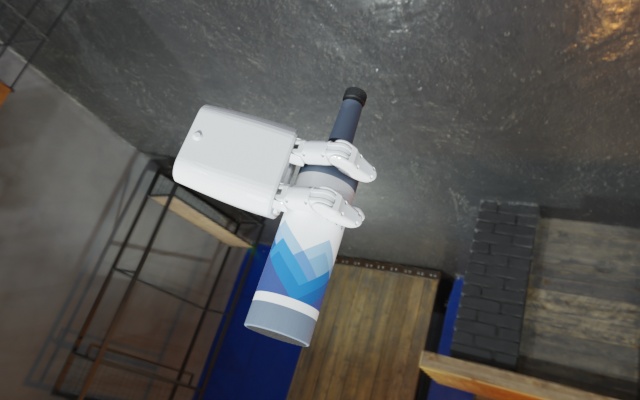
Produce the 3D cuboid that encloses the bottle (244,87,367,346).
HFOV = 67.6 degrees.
[{"bbox_3d":[0.000,0.002,0.517,0.069,0.295,0.069,16,-22,7],"label":"bottle"}]
